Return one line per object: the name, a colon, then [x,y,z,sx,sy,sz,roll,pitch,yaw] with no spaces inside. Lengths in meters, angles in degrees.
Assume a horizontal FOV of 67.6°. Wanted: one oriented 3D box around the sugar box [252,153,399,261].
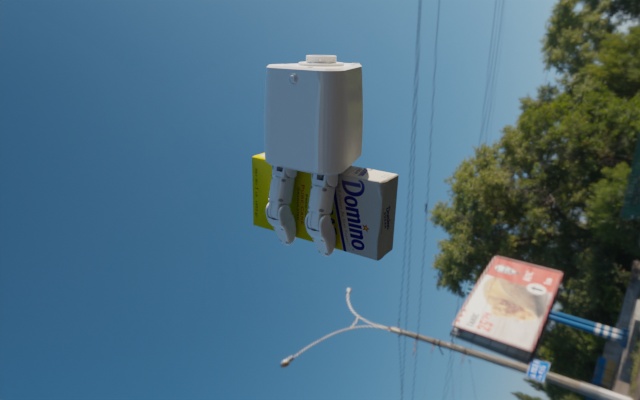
sugar box: [0.000,0.002,0.559,0.176,0.093,0.048,14,23,32]
